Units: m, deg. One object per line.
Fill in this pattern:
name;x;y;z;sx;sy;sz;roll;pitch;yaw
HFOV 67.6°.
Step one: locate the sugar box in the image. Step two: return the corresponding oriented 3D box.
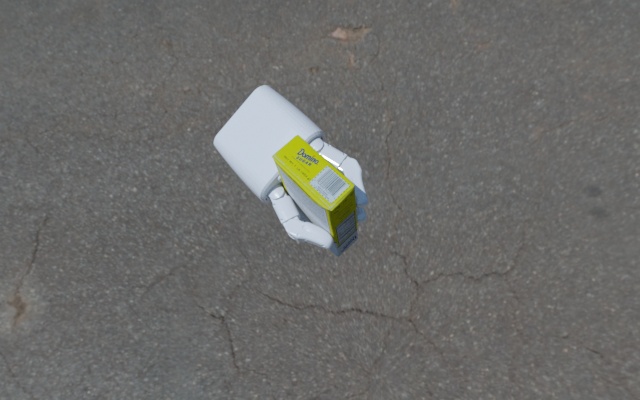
sugar box;0.000;0.001;0.585;0.093;0.048;0.176;44;-10;19
